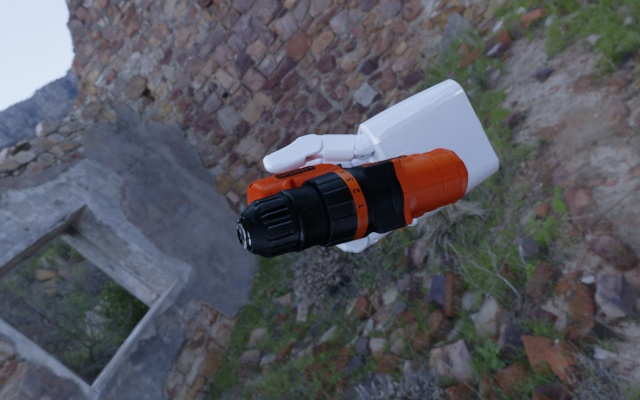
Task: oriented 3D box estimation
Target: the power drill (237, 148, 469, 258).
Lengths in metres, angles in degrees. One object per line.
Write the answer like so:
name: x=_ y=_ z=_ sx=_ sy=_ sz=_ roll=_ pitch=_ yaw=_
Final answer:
power drill: x=0.000 y=0.001 z=0.406 sx=0.184 sy=0.057 sz=0.187 roll=-14 pitch=7 yaw=-24
